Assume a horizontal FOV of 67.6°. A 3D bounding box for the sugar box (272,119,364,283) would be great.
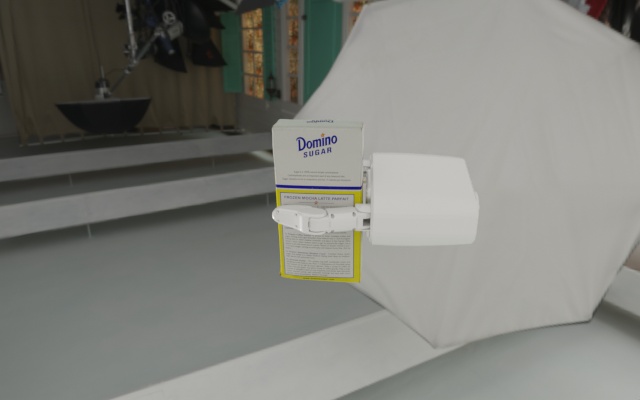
[{"bbox_3d":[0.000,0.002,0.519,0.093,0.176,0.048,2,20,7],"label":"sugar box"}]
